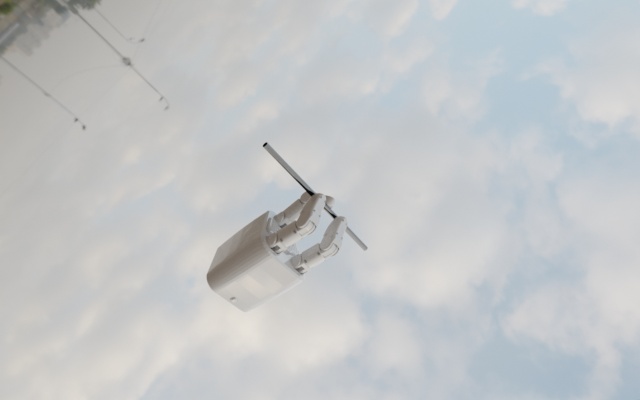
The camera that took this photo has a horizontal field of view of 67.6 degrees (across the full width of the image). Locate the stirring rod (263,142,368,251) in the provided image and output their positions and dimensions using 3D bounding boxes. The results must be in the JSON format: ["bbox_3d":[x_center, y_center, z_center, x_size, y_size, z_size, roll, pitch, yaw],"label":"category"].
[{"bbox_3d":[0.000,0.002,0.656,0.011,0.011,0.240,0,-36,45],"label":"stirring rod"}]
